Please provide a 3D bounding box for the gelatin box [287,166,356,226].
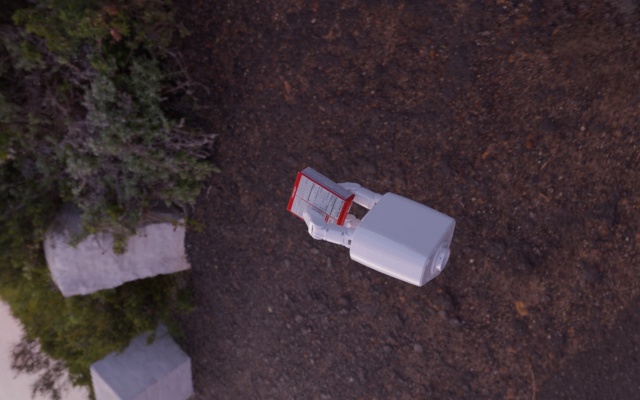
[{"bbox_3d":[0.000,0.002,0.712,0.089,0.073,0.030,31,37,17],"label":"gelatin box"}]
